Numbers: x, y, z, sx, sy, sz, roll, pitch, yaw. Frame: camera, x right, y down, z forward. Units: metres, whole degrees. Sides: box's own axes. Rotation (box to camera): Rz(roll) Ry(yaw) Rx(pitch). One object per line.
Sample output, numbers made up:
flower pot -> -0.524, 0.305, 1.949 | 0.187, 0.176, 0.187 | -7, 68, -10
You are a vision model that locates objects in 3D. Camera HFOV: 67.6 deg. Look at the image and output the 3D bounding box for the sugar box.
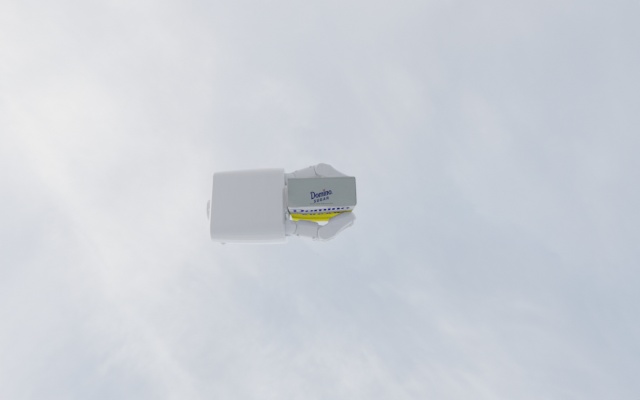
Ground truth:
sugar box -> 0.000, 0.003, 0.706 | 0.093, 0.048, 0.176 | -2, -6, -1
